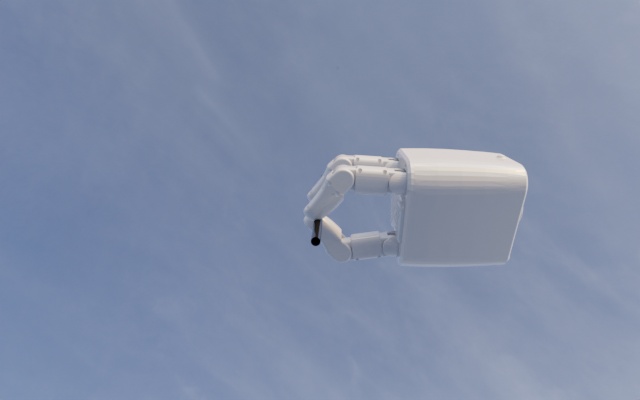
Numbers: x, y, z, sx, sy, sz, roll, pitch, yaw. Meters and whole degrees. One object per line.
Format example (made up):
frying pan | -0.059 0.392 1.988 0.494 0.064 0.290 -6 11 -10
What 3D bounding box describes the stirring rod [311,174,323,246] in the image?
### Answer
stirring rod | 0.000 0.002 0.508 0.011 0.011 0.239 0 15 2
